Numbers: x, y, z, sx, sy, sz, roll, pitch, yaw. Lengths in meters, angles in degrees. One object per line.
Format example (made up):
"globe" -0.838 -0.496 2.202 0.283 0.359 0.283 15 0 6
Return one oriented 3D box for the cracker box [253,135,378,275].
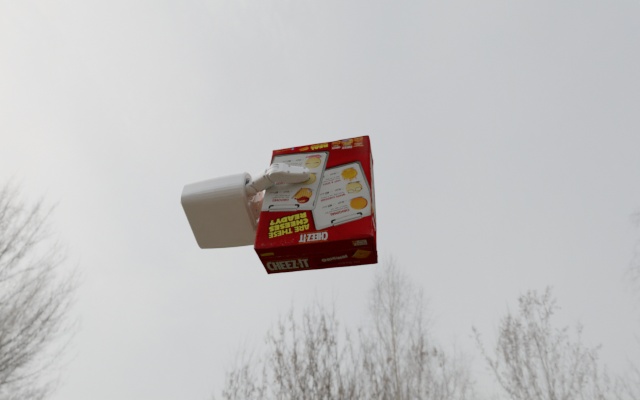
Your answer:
"cracker box" 0.000 0.002 0.719 0.164 0.213 0.072 -7 -45 11
